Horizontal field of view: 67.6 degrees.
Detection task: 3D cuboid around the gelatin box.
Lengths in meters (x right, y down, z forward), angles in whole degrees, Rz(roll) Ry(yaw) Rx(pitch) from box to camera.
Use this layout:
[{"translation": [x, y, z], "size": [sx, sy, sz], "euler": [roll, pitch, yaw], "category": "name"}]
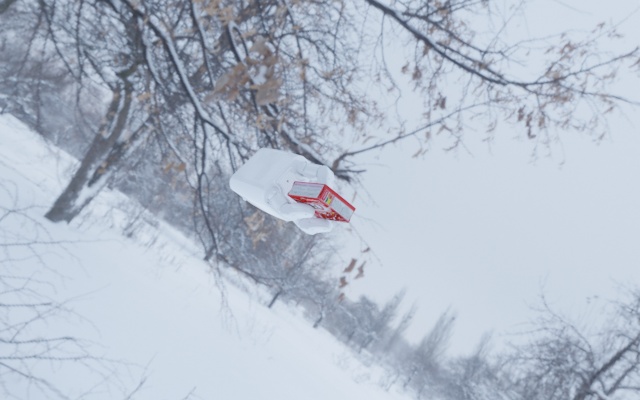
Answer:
[{"translation": [0.001, 0.002, 0.754], "size": [0.073, 0.030, 0.089], "euler": [38, -18, -33], "category": "gelatin box"}]
